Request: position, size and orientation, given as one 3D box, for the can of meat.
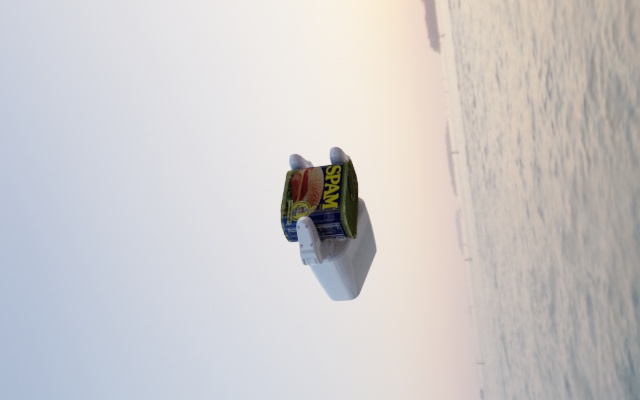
[{"bbox_3d":[0.000,0.002,0.596,0.084,0.102,0.057,-7,-40,16],"label":"can of meat"}]
